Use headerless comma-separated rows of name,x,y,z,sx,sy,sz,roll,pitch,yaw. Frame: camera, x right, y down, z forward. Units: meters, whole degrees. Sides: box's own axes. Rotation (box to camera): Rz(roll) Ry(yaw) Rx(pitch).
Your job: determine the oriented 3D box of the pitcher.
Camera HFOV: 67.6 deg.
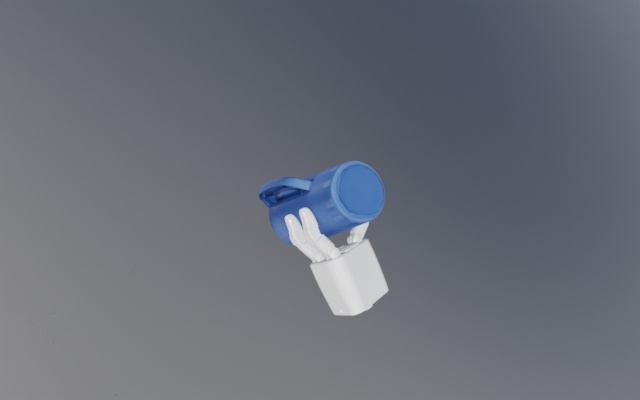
pitcher,0.000,0.003,0.890,0.149,0.145,0.243,-22,0,-31
